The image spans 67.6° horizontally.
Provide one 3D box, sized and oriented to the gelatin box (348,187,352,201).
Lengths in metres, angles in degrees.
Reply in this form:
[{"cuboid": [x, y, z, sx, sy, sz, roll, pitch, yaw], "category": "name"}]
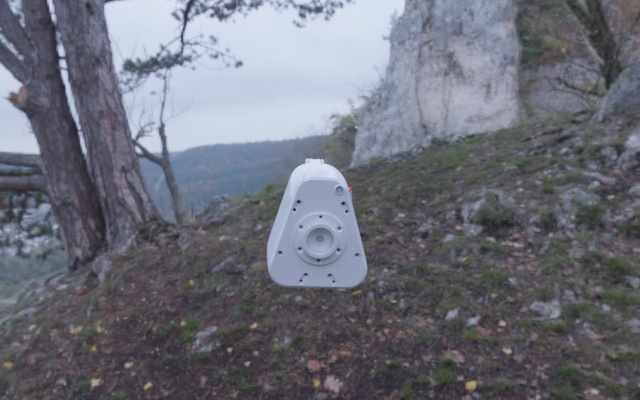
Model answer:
[{"cuboid": [0.000, 0.002, 0.625, 0.073, 0.030, 0.089, 4, 14, 9], "category": "gelatin box"}]
